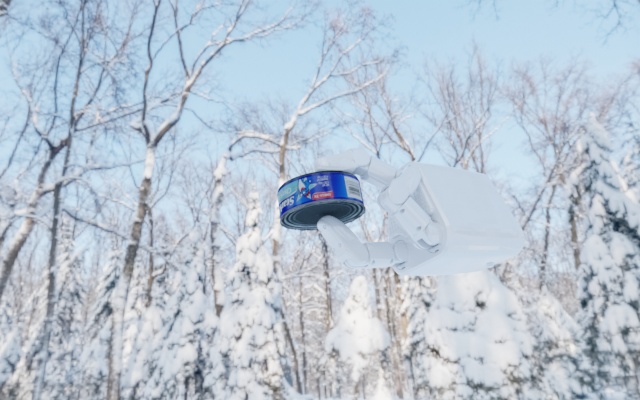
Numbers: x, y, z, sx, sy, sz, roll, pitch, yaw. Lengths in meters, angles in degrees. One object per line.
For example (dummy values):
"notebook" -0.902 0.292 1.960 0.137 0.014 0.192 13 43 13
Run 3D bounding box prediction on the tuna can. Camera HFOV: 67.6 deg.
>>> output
"tuna can" 0.000 0.001 0.477 0.086 0.033 0.086 -8 -19 -3
